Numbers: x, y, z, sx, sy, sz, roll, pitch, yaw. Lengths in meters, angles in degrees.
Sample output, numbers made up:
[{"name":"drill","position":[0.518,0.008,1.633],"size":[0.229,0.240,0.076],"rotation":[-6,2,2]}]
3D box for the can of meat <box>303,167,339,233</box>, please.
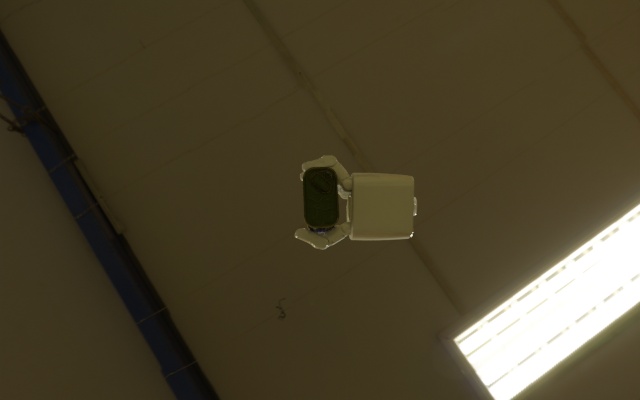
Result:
[{"name":"can of meat","position":[0.000,0.003,0.818],"size":[0.057,0.102,0.084],"rotation":[-3,-12,-1]}]
